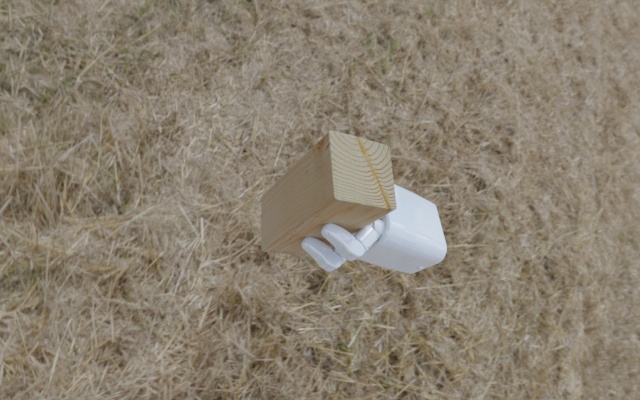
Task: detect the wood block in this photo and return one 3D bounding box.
[{"bbox_3d":[0.001,0.002,0.641,0.090,0.090,0.206,10,-27,-28],"label":"wood block"}]
